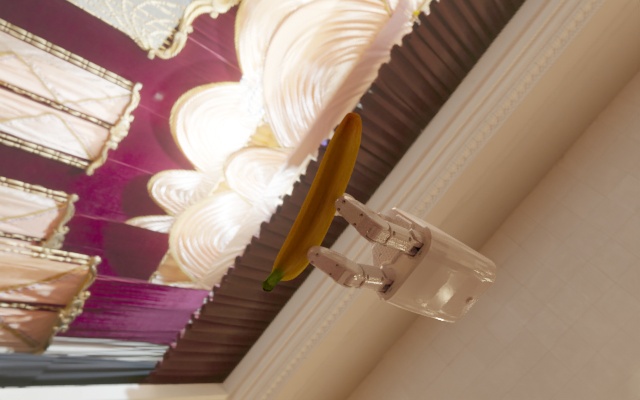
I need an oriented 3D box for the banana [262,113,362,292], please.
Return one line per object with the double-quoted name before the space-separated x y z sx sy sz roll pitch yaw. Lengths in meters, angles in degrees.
"banana" -0.001 0.005 0.500 0.037 0.198 0.069 25 0 2
